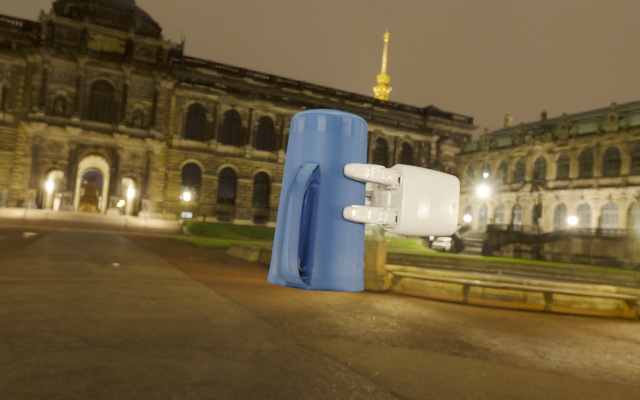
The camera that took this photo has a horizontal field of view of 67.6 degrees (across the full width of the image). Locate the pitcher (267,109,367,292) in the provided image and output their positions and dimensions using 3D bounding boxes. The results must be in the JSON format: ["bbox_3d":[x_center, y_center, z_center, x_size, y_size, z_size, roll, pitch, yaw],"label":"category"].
[{"bbox_3d":[0.000,0.002,0.655,0.145,0.243,0.149,6,-4,-25],"label":"pitcher"}]
